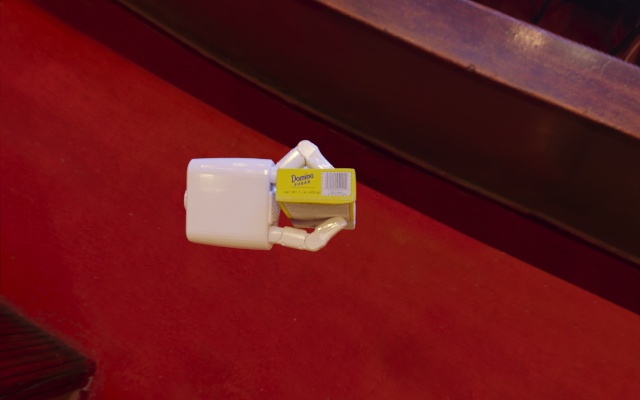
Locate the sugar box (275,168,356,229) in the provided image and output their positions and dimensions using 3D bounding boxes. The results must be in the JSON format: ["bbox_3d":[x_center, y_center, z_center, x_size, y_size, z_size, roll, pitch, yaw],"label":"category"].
[{"bbox_3d":[0.000,0.001,0.628,0.093,0.048,0.176,2,-11,4],"label":"sugar box"}]
